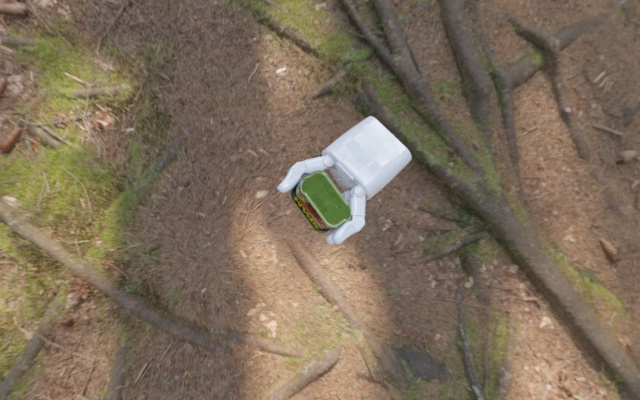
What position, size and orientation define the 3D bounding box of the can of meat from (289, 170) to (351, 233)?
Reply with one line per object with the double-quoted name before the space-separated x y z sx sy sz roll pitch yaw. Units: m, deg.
"can of meat" 0.000 0.003 0.798 0.057 0.102 0.084 -37 3 -15
